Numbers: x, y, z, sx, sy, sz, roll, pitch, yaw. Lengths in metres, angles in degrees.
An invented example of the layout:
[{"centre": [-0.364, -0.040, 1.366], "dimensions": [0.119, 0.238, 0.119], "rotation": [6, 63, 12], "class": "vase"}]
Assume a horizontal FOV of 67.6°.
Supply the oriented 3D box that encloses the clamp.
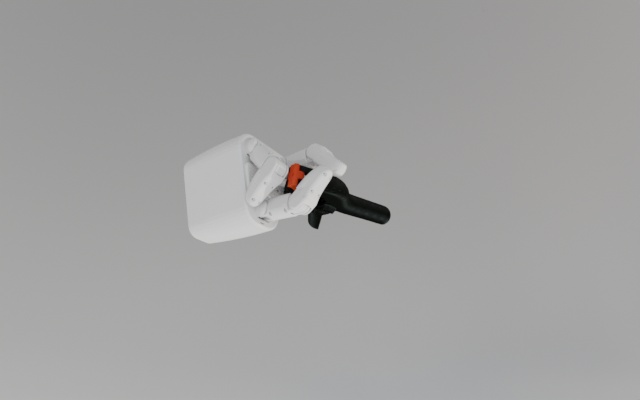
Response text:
[{"centre": [0.000, 0.002, 0.609], "dimensions": [0.120, 0.039, 0.171], "rotation": [-16, -31, 32], "class": "clamp"}]
